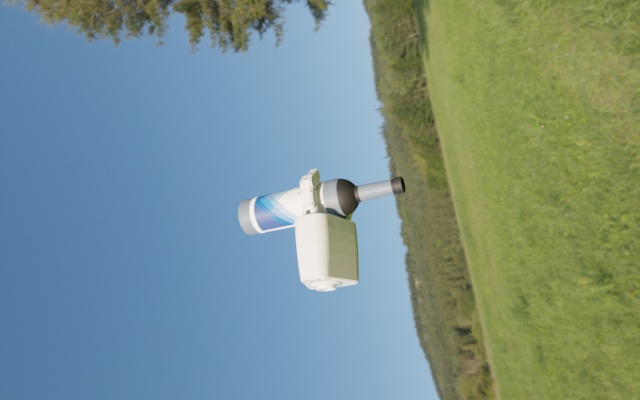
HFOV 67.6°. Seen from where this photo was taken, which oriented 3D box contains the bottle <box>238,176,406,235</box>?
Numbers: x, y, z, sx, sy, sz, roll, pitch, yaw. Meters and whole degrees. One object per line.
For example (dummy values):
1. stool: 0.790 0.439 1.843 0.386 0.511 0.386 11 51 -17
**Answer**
1. bottle: 0.000 0.003 0.825 0.296 0.069 0.069 -12 -5 22
